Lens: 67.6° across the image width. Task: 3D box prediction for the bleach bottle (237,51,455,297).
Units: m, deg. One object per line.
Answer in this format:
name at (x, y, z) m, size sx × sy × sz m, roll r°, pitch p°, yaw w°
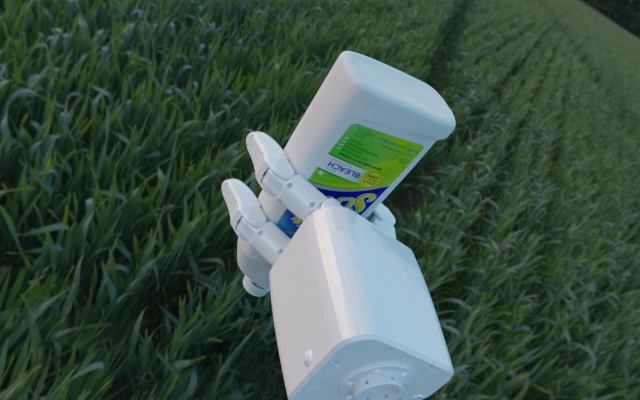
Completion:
bleach bottle at (0.000, 0.001, 0.420) m, size 0.102 × 0.251 × 0.068 m, roll 16°, pitch 37°, yaw -25°
